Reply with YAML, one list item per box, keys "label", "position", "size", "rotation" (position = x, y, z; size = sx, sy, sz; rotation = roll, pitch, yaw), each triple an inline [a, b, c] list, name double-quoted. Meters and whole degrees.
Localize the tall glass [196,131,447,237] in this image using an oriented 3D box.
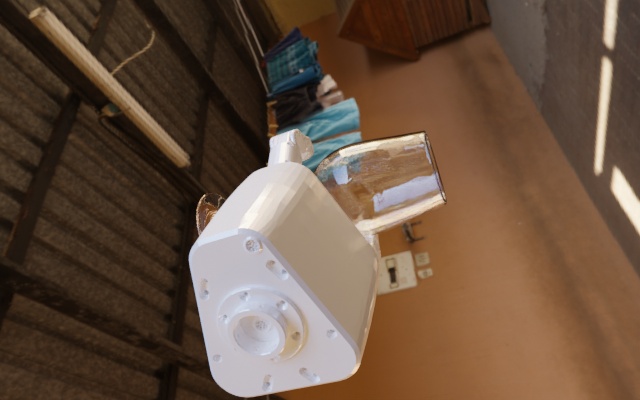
- label: "tall glass"
  position: [-0.001, 0.001, 0.407]
  size: [0.201, 0.079, 0.079]
  rotation: [-17, -5, 16]
